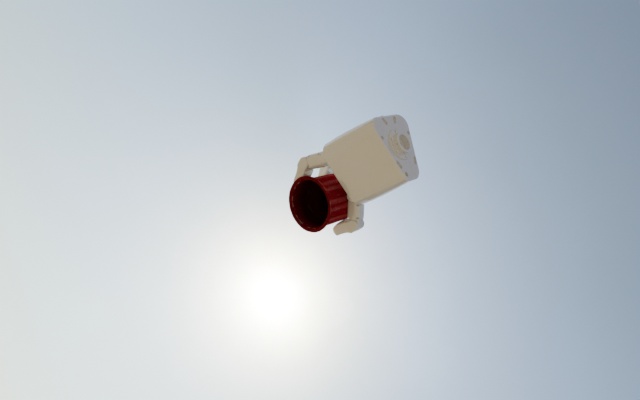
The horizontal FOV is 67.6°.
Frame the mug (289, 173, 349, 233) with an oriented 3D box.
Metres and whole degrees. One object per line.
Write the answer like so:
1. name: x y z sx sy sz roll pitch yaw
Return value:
1. mug: -0.001 0.003 0.803 0.081 0.093 0.117 -15 -6 -46
